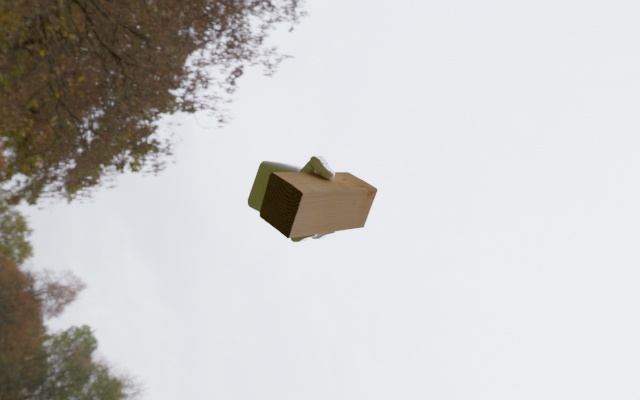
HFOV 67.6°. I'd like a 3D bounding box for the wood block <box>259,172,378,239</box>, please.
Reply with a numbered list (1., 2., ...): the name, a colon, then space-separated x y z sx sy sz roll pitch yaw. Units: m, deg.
1. wood block: 0.000 0.002 0.898 0.206 0.091 0.090 -5 29 -46
